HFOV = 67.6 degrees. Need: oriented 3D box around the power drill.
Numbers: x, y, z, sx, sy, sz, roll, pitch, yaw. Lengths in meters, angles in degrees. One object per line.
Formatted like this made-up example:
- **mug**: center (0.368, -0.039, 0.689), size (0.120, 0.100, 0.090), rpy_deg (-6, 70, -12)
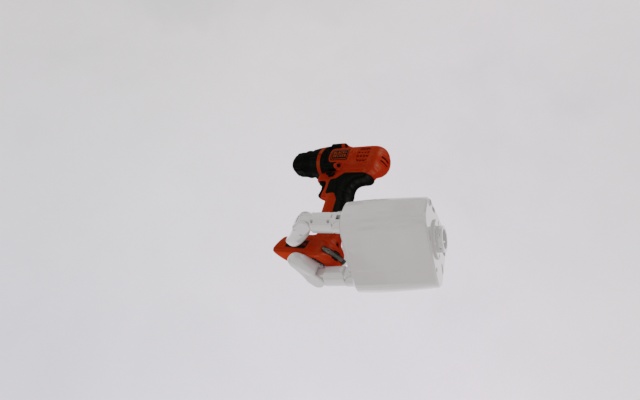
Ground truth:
- **power drill**: center (0.000, 0.003, 0.699), size (0.184, 0.187, 0.057), rpy_deg (1, -27, 47)
